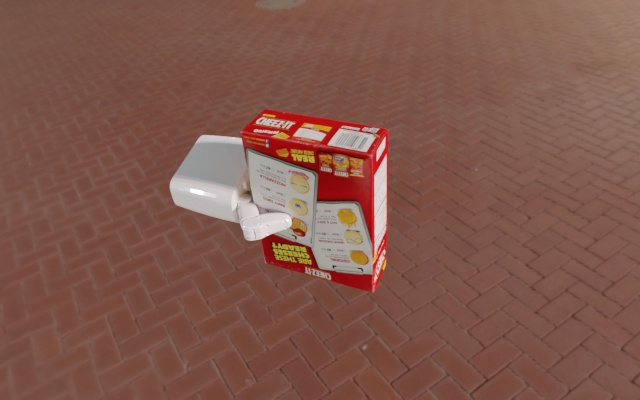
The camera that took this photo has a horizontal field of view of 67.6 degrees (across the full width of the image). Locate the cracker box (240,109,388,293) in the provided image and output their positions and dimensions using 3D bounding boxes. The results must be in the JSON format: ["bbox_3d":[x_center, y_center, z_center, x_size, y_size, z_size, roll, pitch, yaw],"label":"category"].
[{"bbox_3d":[0.000,0.002,0.603,0.164,0.214,0.072,12,41,21],"label":"cracker box"}]
